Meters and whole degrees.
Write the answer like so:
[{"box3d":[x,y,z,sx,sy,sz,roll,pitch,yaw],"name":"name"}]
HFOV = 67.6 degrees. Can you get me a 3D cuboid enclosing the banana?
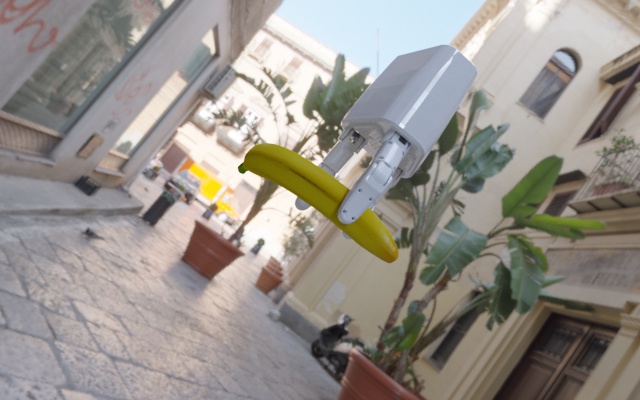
[{"box3d":[-0.004,-0.007,0.470,0.198,0.037,0.070,32,-16,16],"name":"banana"}]
